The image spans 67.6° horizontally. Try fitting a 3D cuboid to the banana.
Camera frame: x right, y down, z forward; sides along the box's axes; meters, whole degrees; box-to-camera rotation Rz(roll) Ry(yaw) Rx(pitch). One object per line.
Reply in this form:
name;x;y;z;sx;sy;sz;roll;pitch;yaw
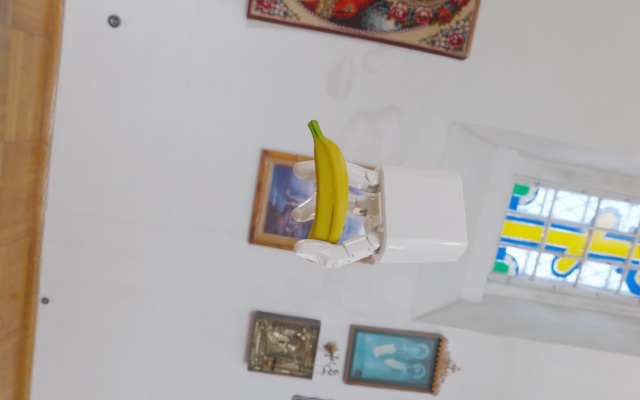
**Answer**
banana;0.006;0.009;0.559;0.037;0.198;0.069;-6;34;-17
